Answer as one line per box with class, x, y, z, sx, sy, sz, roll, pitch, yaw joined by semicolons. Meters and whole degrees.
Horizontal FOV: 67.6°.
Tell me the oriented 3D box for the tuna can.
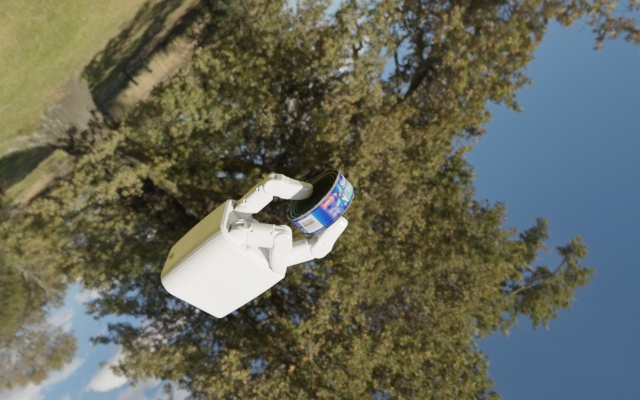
tuna can;0.001;0.002;0.591;0.034;0.086;0.086;46;-19;-19
